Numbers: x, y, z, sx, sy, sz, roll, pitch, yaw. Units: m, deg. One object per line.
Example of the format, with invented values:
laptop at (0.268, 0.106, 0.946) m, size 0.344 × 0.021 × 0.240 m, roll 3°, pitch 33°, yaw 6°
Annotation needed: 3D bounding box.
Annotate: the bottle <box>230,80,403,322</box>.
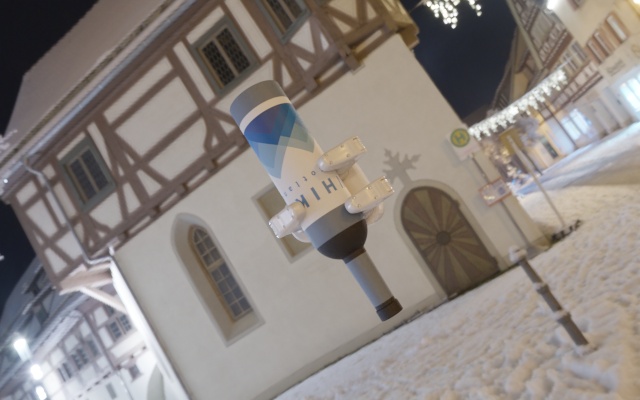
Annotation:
bottle at (0.000, 0.002, 0.540) m, size 0.069 × 0.295 × 0.069 m, roll -32°, pitch -9°, yaw -6°
